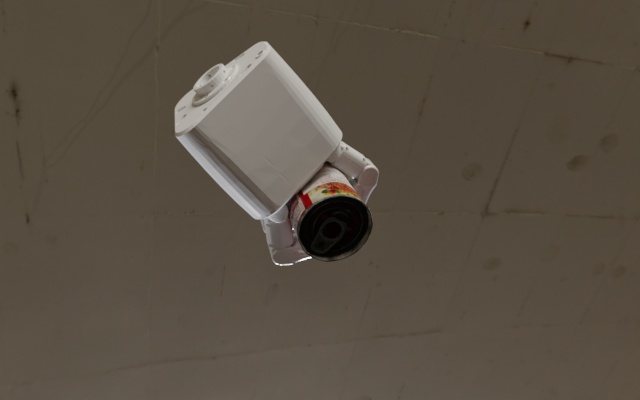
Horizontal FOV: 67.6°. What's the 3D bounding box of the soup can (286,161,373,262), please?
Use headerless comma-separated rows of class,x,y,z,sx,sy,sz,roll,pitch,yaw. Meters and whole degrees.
soup can,0.000,0.002,0.455,0.068,0.068,0.102,0,28,-17
